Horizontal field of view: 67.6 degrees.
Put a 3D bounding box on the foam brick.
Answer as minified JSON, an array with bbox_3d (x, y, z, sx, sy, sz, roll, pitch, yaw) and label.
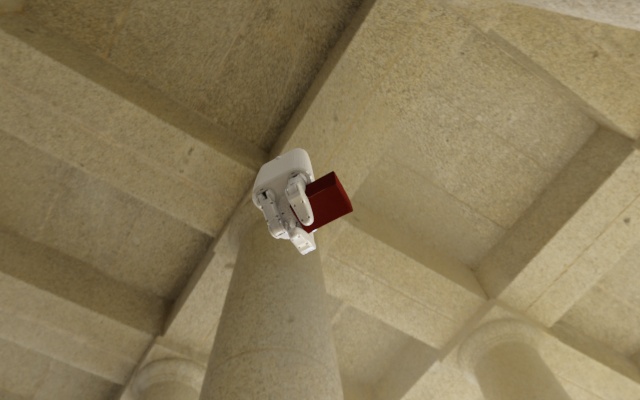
[{"bbox_3d":[0.000,0.002,0.699,0.078,0.053,0.051,-27,23,10],"label":"foam brick"}]
